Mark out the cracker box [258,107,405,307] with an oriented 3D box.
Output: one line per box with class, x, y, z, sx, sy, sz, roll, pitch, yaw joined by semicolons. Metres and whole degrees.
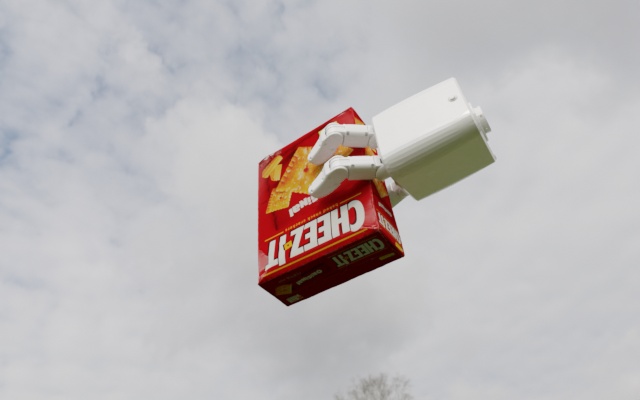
cracker box;0.000;0.002;0.606;0.164;0.213;0.072;-27;-47;21
